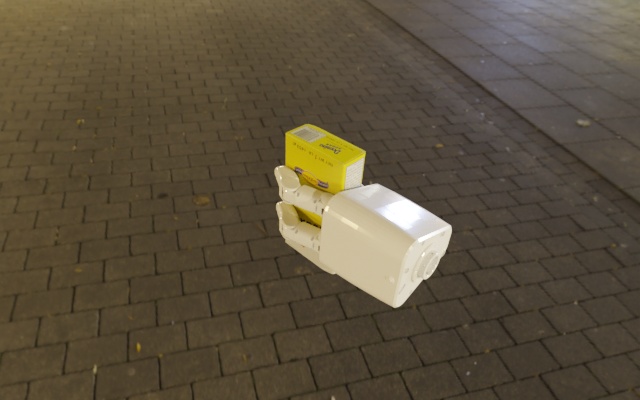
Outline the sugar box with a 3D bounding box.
[{"bbox_3d":[0.000,0.002,0.594,0.093,0.176,0.048,32,44,32],"label":"sugar box"}]
